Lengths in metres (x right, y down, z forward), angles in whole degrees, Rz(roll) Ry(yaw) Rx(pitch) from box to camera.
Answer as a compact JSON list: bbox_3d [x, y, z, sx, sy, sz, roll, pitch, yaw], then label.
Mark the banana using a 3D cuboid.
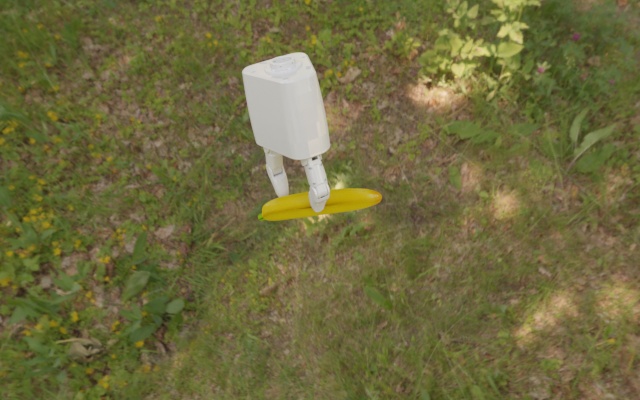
[{"bbox_3d":[-0.004,0.004,0.722,0.198,0.037,0.069,-8,2,3],"label":"banana"}]
